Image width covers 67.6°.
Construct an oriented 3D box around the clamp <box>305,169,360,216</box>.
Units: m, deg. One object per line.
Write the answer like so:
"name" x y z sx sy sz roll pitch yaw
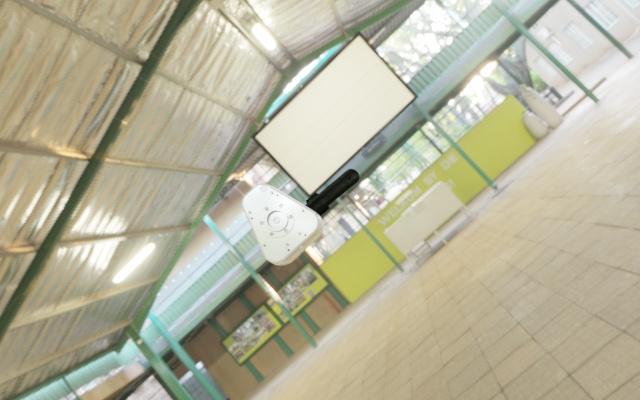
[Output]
"clamp" 0.000 0.002 0.785 0.171 0.039 0.120 -42 -5 -4
